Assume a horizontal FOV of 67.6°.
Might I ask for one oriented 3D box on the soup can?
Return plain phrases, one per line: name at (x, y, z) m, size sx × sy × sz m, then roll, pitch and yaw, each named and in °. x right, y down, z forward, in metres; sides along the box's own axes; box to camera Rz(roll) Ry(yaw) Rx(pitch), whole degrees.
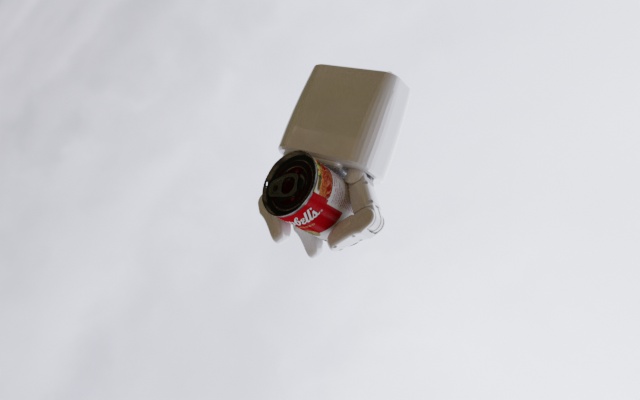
soup can at (0.000, 0.002, 0.484) m, size 0.068 × 0.068 × 0.102 m, roll 0°, pitch -21°, yaw 41°
